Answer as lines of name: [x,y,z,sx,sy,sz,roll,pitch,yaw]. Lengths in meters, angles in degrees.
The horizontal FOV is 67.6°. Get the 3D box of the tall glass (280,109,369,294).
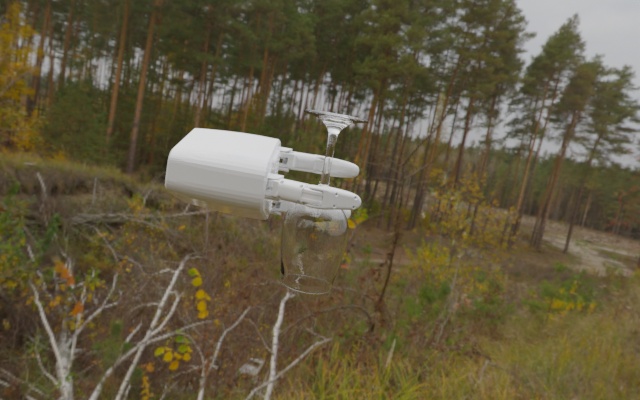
tall glass: [0.000,0.001,0.549,0.079,0.201,0.079,10,8,-1]
